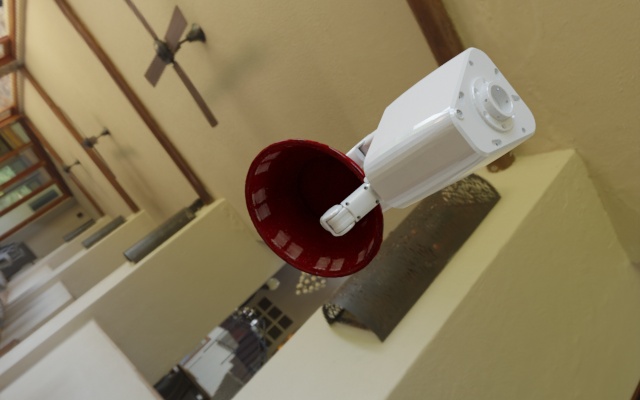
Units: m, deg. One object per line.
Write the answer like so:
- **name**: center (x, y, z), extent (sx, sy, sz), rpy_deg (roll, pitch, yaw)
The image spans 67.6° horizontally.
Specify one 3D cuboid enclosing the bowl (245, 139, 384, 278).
- **bowl**: center (-0.001, 0.002, 0.516), extent (0.162, 0.162, 0.055), rpy_deg (0, 26, 29)
